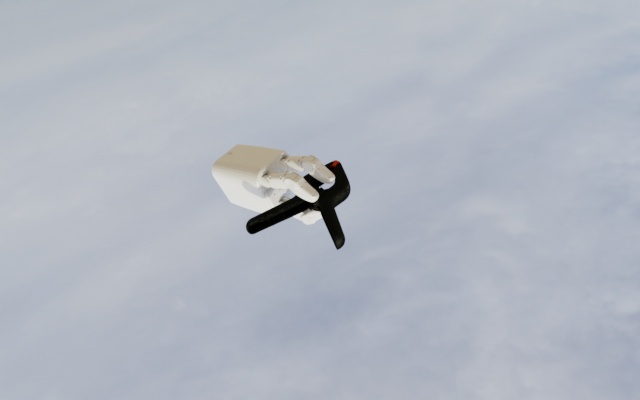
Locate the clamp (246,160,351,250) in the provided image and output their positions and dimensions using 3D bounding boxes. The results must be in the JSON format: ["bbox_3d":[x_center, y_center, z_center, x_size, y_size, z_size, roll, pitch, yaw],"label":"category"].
[{"bbox_3d":[0.000,0.003,0.784,0.164,0.036,0.210,14,42,27],"label":"clamp"}]
